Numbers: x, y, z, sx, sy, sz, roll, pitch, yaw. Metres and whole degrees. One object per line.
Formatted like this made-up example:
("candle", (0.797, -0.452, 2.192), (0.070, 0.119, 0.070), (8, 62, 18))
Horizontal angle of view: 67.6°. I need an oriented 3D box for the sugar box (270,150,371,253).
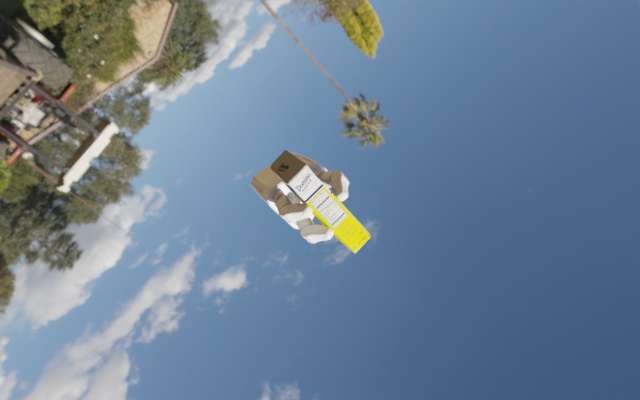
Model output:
("sugar box", (0.000, 0.003, 0.757), (0.176, 0.048, 0.093), (44, -2, -31))
